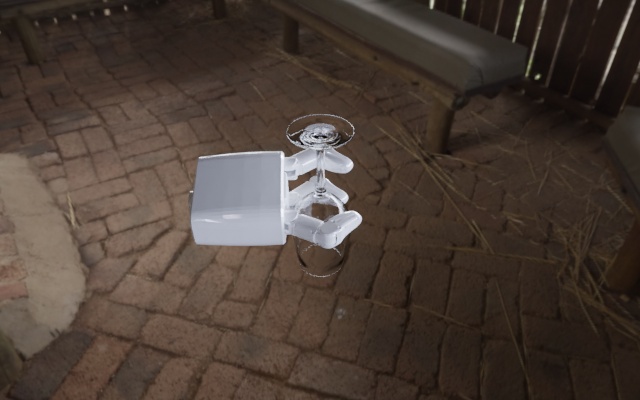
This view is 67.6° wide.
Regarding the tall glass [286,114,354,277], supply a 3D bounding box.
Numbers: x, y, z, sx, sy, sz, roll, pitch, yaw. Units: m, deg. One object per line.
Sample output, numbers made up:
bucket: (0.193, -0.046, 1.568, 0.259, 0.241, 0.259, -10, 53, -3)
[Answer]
tall glass: (0.000, 0.001, 0.581, 0.079, 0.201, 0.079, 0, 38, 0)
